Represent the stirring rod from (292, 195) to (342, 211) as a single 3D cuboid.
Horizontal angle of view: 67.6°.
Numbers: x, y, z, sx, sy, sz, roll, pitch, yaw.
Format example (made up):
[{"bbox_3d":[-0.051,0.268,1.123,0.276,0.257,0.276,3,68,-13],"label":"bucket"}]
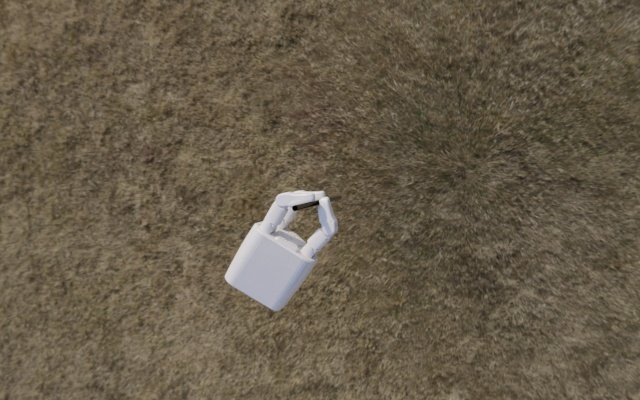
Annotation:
[{"bbox_3d":[0.000,0.003,0.757,0.011,0.011,0.239,0,4,17],"label":"stirring rod"}]
